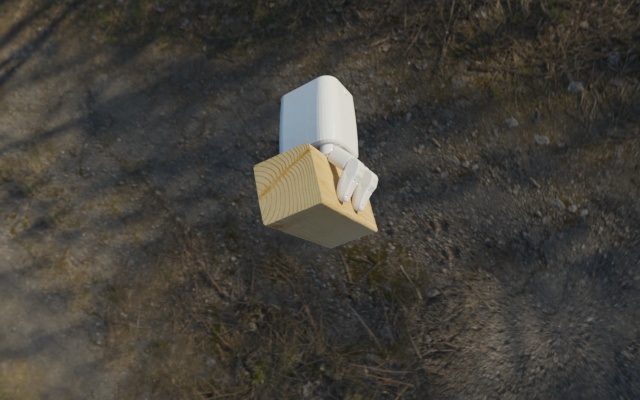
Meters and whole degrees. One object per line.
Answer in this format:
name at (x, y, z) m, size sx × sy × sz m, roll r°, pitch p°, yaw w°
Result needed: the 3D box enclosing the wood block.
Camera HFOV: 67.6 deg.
wood block at (0.000, 0.002, 0.709) m, size 0.091 × 0.090 × 0.206 m, roll -21°, pitch -22°, yaw 21°
